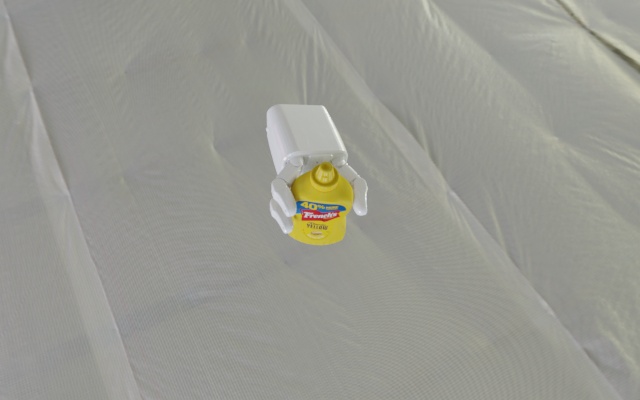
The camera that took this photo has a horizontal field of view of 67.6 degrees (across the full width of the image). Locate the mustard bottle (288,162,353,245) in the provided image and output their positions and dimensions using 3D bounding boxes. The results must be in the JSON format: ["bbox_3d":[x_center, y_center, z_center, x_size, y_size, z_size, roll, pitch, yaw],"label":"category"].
[{"bbox_3d":[0.000,0.003,0.730,0.096,0.058,0.192,7,-31,-1],"label":"mustard bottle"}]
